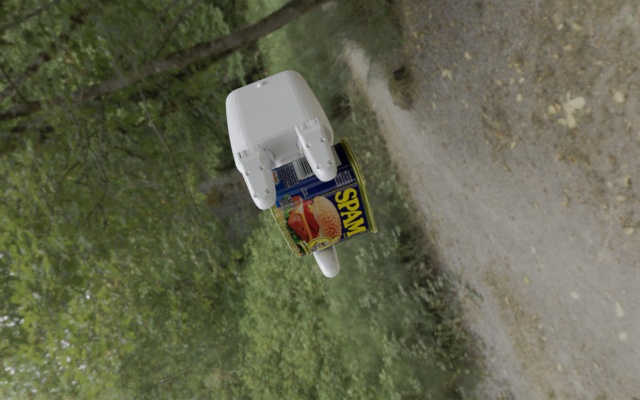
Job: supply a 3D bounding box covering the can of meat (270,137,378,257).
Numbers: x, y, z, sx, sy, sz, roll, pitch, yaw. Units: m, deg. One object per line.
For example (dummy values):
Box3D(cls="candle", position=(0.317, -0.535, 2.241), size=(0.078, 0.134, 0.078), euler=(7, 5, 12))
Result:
Box3D(cls="can of meat", position=(0.000, 0.002, 0.445), size=(0.084, 0.057, 0.102), euler=(-21, -39, 0))
